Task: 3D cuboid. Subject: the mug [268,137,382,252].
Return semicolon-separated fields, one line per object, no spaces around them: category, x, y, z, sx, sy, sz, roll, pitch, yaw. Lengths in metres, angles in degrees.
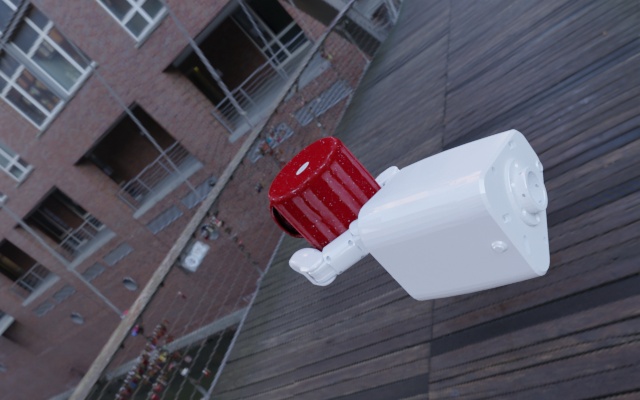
mug;-0.001;0.002;0.435;0.117;0.081;0.093;-22;29;41
